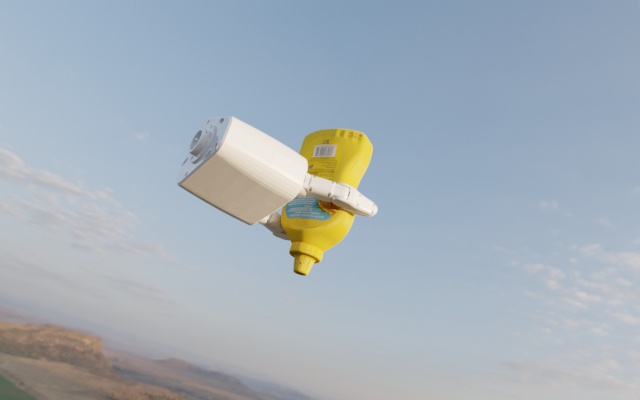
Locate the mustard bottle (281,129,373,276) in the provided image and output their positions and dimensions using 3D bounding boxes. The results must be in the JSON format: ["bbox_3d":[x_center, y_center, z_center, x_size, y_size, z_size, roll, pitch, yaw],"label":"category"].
[{"bbox_3d":[0.000,0.002,0.606,0.096,0.191,0.058,3,-26,29],"label":"mustard bottle"}]
